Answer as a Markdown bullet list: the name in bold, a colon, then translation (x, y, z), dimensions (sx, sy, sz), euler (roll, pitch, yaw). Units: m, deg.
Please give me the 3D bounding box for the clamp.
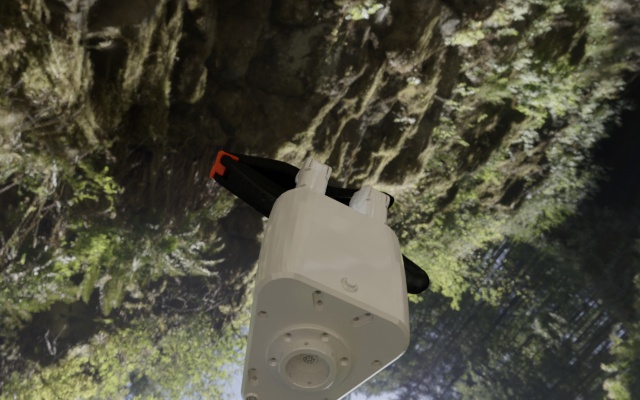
- **clamp**: translation (-0.001, 0.002, 0.462), dimensions (0.210, 0.036, 0.164), euler (25, 22, -8)
